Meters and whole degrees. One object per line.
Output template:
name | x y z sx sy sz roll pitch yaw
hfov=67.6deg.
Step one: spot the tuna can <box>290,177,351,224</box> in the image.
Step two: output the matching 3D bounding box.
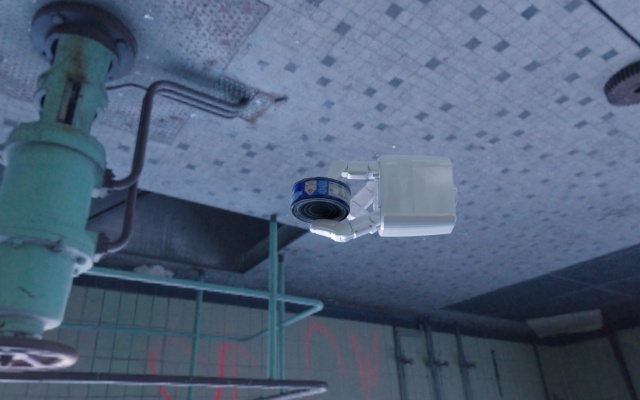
tuna can | 0.000 0.003 0.678 0.086 0.033 0.086 2 -28 1
